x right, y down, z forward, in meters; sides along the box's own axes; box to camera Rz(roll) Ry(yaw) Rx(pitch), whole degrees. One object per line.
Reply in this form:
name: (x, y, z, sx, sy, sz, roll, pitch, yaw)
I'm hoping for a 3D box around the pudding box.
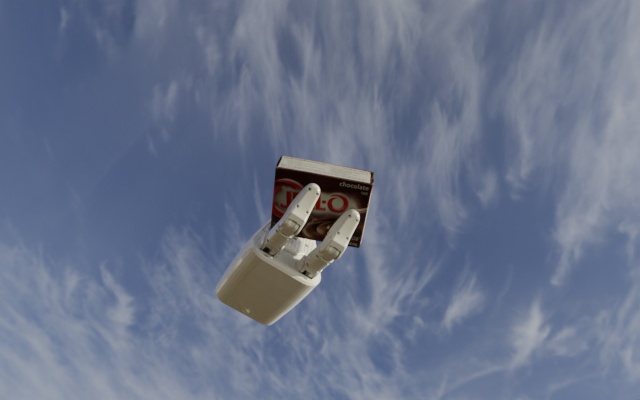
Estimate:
pudding box: (0.000, 0.002, 0.561, 0.113, 0.090, 0.039, 9, 33, 1)
